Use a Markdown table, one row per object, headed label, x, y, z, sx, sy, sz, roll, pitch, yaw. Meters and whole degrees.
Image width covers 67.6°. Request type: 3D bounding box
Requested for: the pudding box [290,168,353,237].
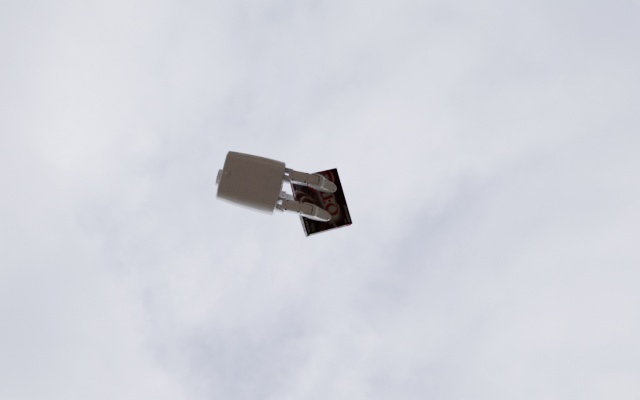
| label | x | y | z | sx | sy | sz | roll | pitch | yaw |
| --- | --- | --- | --- | --- | --- | --- | --- | --- | --- |
| pudding box | 0.000 | 0.003 | 0.887 | 0.090 | 0.113 | 0.039 | -14 | -7 | -13 |
